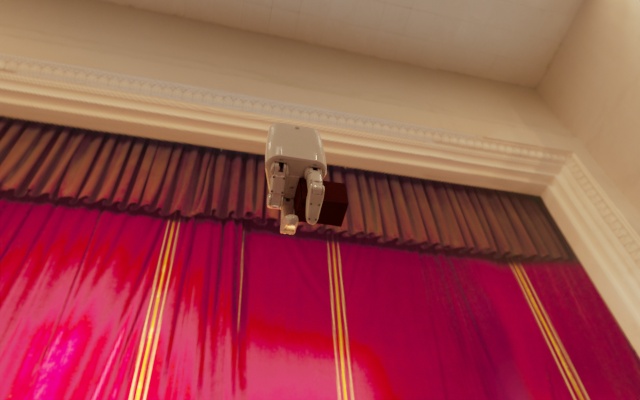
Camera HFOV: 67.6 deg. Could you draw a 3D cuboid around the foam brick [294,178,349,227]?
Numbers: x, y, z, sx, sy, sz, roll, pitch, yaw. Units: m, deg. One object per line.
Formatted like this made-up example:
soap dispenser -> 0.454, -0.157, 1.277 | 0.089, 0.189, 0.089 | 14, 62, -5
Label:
foam brick -> 0.000, 0.003, 0.764 | 0.078, 0.053, 0.051 | 8, 40, -12
